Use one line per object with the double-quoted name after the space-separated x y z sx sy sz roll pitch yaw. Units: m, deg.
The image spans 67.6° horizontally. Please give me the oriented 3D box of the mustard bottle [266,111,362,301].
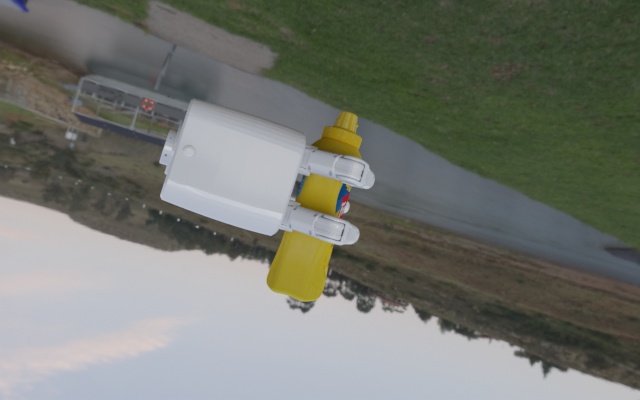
0.000 0.002 0.489 0.058 0.191 0.096 17 -2 7 "mustard bottle"
